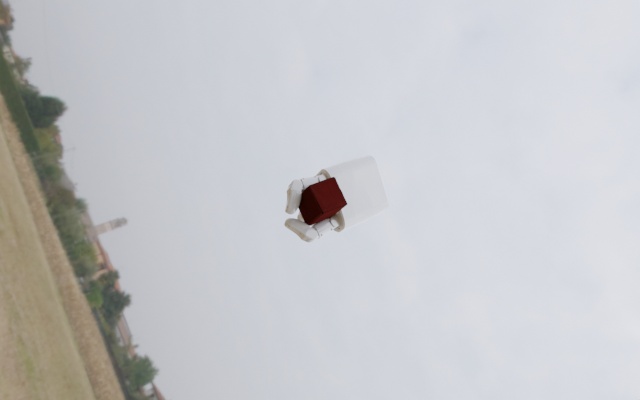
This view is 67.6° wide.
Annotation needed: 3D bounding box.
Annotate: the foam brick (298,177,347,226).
[{"bbox_3d":[0.000,0.003,0.799,0.051,0.053,0.078,-20,-10,-26],"label":"foam brick"}]
